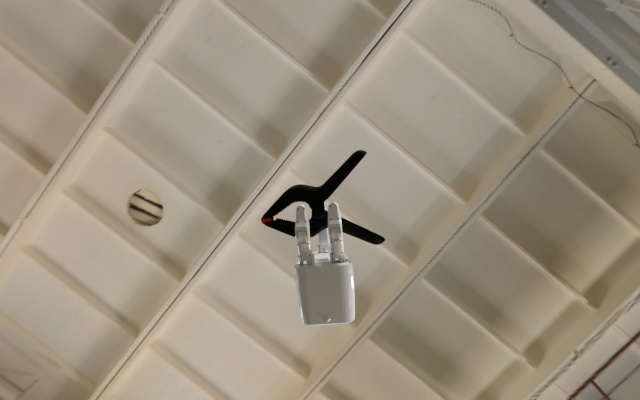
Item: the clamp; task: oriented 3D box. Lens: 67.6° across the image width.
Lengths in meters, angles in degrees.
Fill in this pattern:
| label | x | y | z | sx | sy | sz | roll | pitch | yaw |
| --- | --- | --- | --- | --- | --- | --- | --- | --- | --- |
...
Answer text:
| label | x | y | z | sx | sy | sz | roll | pitch | yaw |
| --- | --- | --- | --- | --- | --- | --- | --- | --- | --- |
| clamp | 0.000 | 0.003 | 0.825 | 0.210 | 0.164 | 0.036 | -5 | 4 | 5 |
